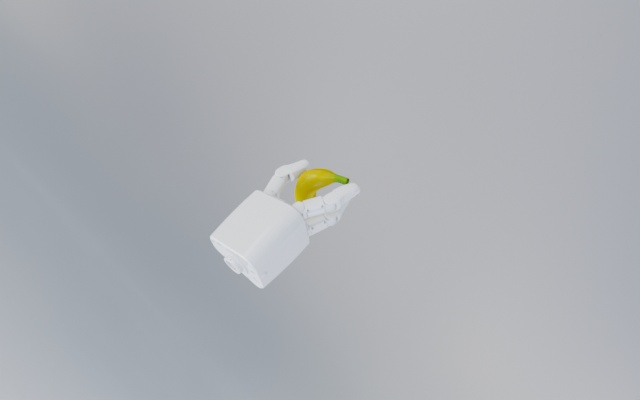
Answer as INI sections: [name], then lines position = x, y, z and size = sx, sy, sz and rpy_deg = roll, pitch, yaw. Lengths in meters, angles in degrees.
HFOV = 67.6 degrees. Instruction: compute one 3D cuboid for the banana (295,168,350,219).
[banana]
position = -0.013, -0.011, 0.807
size = 0.069, 0.037, 0.198
rpy_deg = 41, -23, 2
